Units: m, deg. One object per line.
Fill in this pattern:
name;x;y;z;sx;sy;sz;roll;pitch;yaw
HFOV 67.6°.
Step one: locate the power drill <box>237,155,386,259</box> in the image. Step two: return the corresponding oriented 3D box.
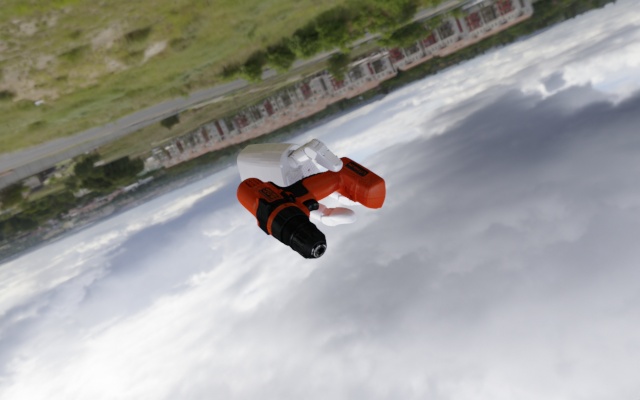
power drill;0.000;0.002;0.672;0.187;0.057;0.184;-18;38;-33
